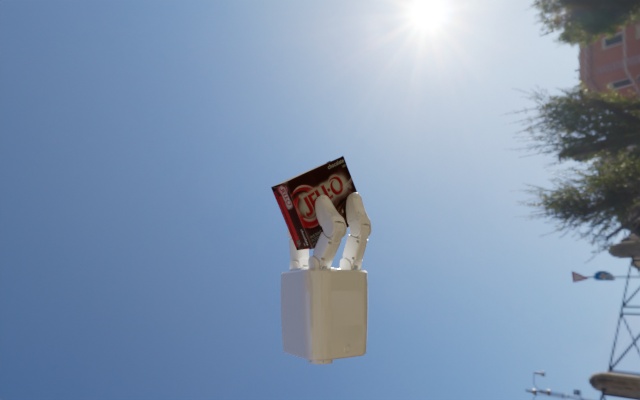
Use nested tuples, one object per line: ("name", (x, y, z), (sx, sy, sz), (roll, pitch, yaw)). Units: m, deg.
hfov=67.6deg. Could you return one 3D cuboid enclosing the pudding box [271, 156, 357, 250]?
("pudding box", (0.000, 0.002, 0.624), (0.039, 0.090, 0.113), (-13, 12, 46))
